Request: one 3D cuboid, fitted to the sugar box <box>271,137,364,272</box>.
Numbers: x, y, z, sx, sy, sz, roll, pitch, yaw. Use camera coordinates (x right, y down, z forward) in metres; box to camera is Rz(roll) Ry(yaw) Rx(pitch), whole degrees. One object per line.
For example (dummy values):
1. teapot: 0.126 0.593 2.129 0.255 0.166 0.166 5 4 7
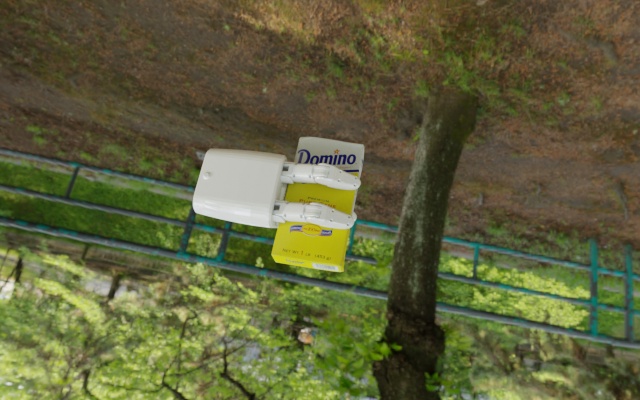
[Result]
1. sugar box: 0.000 0.002 0.642 0.093 0.176 0.048 8 -19 7
